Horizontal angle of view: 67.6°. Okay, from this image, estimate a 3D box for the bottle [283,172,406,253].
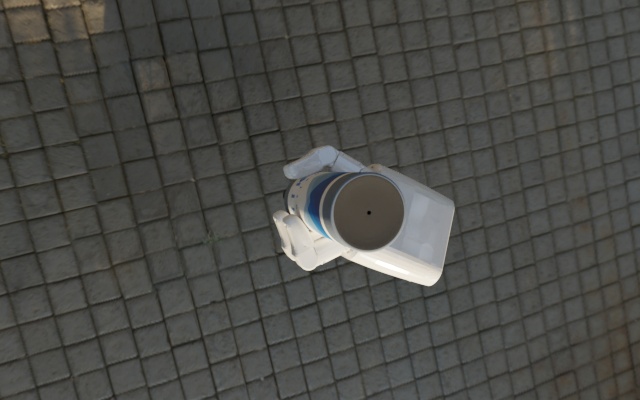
[{"bbox_3d":[0.000,0.002,0.530,0.069,0.069,0.295,0,3,-16],"label":"bottle"}]
